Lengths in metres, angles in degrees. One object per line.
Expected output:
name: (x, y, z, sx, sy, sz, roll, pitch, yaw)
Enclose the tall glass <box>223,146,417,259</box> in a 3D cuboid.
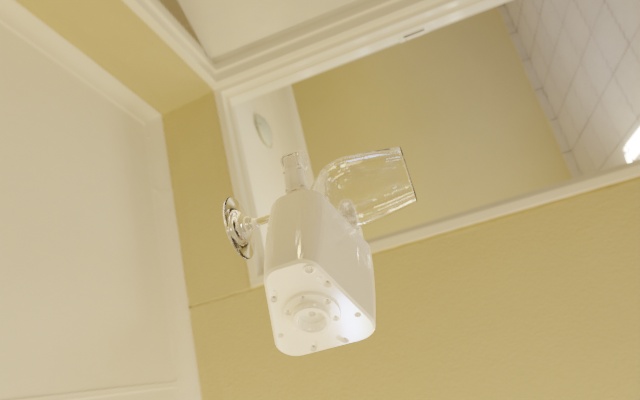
tall glass: (-0.001, 0.002, 0.522, 0.201, 0.079, 0.079, -18, -4, 11)
